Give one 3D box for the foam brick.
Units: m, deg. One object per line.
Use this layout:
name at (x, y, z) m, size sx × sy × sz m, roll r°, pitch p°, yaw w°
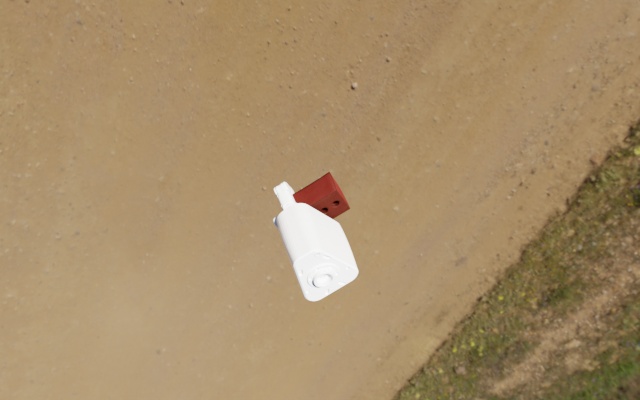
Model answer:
foam brick at (0.000, 0.002, 0.790) m, size 0.078 × 0.053 × 0.051 m, roll -32°, pitch 40°, yaw 7°
